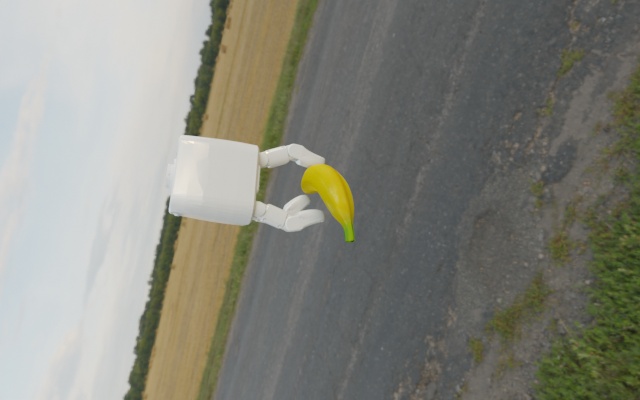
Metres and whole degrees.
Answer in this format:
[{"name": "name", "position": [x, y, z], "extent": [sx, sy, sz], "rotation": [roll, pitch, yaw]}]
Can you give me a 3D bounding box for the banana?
[{"name": "banana", "position": [0.004, -0.014, 0.638], "extent": [0.037, 0.070, 0.197], "rotation": [5, 19, -18]}]
